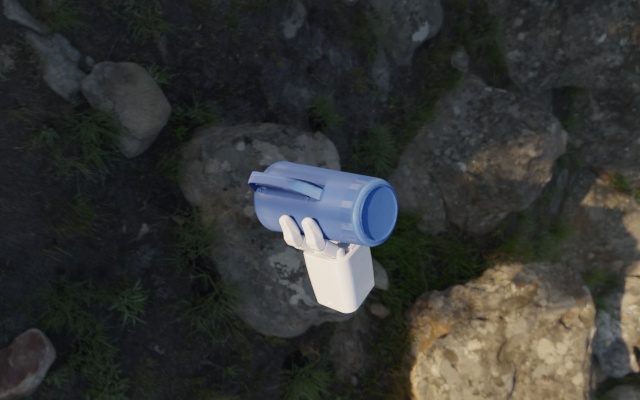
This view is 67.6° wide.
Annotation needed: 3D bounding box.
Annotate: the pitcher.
[{"bbox_3d":[0.000,0.003,0.810,0.243,0.145,0.149,9,29,45],"label":"pitcher"}]
